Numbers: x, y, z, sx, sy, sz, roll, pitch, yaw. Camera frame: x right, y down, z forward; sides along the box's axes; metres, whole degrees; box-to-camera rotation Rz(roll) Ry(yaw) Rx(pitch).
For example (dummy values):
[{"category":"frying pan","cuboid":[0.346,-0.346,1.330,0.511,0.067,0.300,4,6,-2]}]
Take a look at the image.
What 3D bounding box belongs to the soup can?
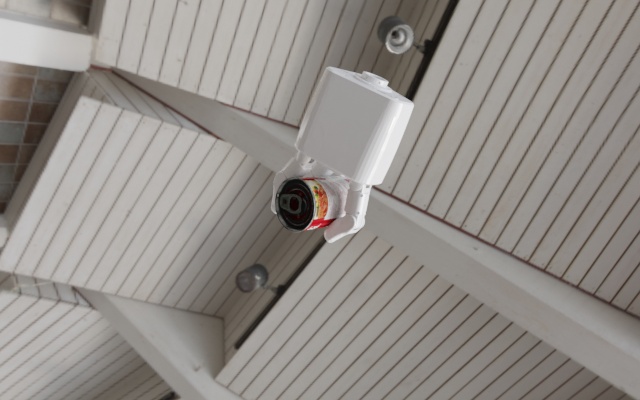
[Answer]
[{"category":"soup can","cuboid":[0.000,0.003,0.625,0.068,0.068,0.102,0,3,41]}]
